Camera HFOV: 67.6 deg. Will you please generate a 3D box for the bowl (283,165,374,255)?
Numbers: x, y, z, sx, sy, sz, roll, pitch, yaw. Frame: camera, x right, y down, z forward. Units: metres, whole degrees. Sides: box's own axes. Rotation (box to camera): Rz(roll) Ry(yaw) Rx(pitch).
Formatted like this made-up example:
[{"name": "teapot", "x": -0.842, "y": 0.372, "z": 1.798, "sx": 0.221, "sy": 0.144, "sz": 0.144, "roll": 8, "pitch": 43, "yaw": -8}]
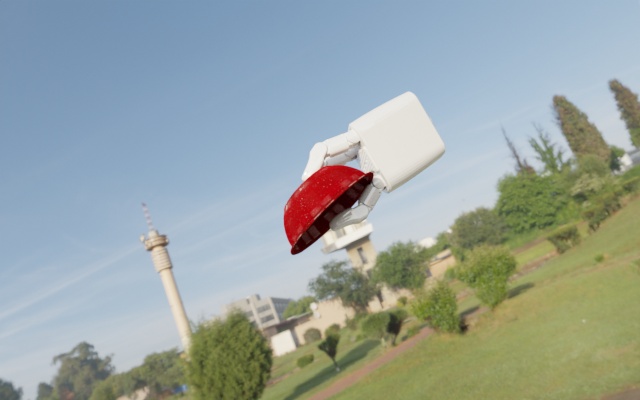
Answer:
[{"name": "bowl", "x": -0.001, "y": 0.003, "z": 0.672, "sx": 0.055, "sy": 0.162, "sz": 0.162, "roll": 45, "pitch": 10, "yaw": 11}]
